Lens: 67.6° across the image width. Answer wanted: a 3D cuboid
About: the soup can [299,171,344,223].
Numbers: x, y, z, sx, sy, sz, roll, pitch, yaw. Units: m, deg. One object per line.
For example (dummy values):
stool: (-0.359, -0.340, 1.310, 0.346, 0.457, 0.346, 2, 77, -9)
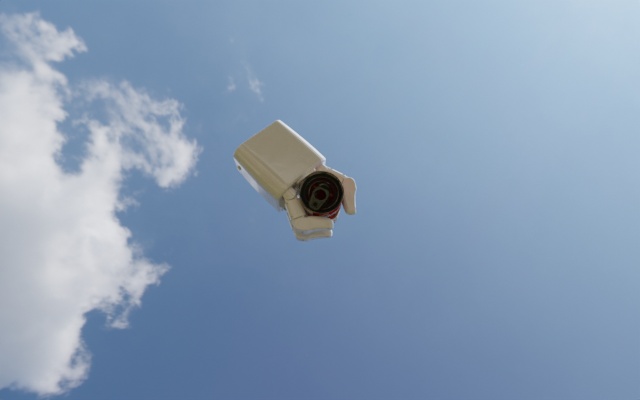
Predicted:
soup can: (0.001, 0.003, 0.766, 0.068, 0.068, 0.102, 0, -18, -2)
